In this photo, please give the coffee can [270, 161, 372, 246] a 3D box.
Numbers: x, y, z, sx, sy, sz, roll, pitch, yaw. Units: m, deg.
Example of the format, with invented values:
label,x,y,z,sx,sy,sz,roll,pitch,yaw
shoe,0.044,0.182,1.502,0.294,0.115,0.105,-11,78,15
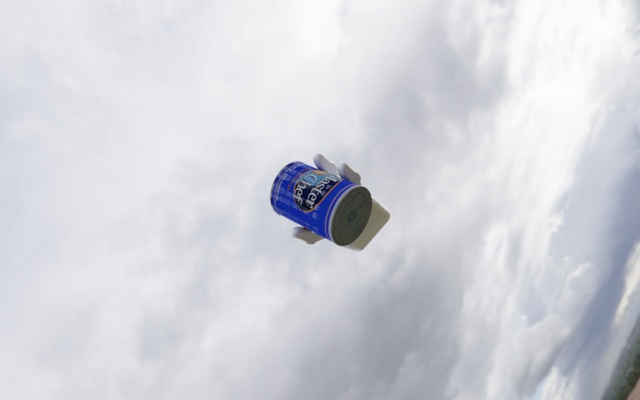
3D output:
label,x,y,z,sx,sy,sz,roll,pitch,yaw
coffee can,0.000,0.003,0.798,0.140,0.103,0.103,25,15,36
